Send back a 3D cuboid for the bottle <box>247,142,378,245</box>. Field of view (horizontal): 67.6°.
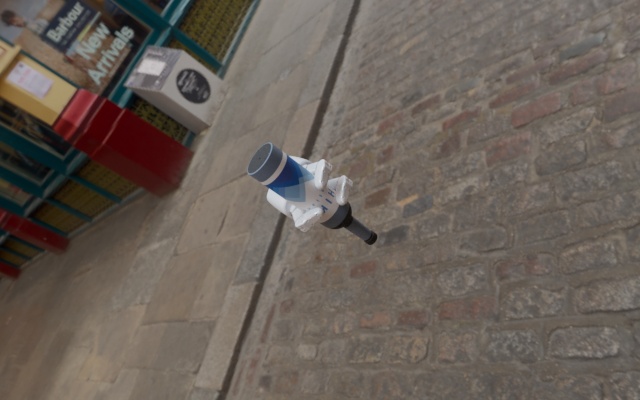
[{"bbox_3d":[0.000,0.003,0.886,0.296,0.069,0.069,36,-19,-29],"label":"bottle"}]
